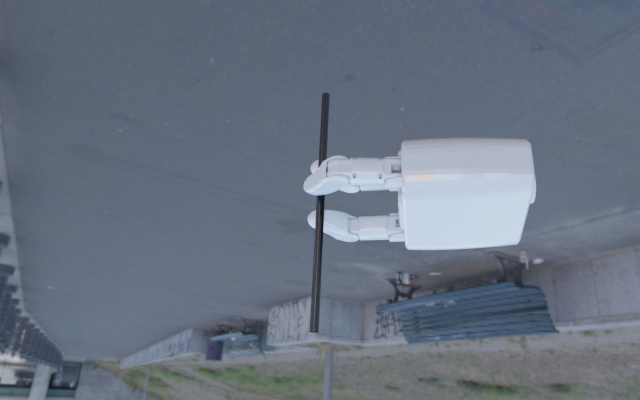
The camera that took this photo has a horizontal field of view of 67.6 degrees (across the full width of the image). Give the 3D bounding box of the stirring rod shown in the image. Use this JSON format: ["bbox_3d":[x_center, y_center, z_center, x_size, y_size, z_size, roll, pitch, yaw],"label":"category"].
[{"bbox_3d":[0.000,0.001,0.454,0.011,0.239,0.011,2,-21,1],"label":"stirring rod"}]
